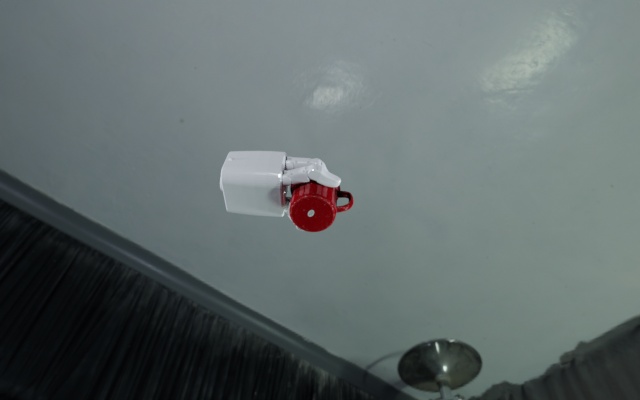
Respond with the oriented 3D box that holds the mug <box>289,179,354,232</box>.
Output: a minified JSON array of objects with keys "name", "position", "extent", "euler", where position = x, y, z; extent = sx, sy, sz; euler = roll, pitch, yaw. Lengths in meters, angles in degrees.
[{"name":"mug","position":[0.002,0.003,0.850],"extent":[0.117,0.093,0.081],"euler":[2,34,3]}]
